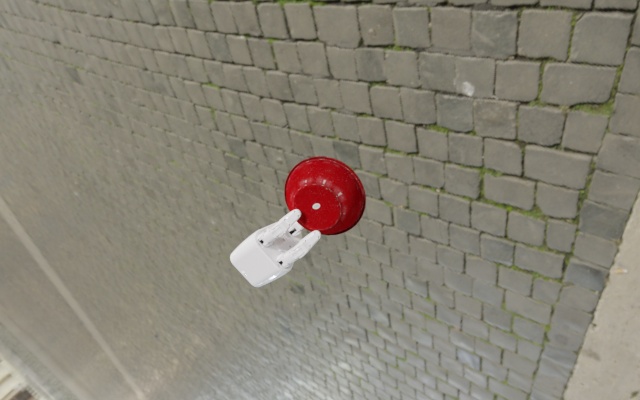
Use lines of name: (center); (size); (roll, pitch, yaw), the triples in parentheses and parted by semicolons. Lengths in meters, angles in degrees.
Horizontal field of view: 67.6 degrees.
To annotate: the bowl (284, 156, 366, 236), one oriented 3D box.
bowl: (0.001, 0.002, 0.884); (0.162, 0.162, 0.055); (0, 22, 18)
